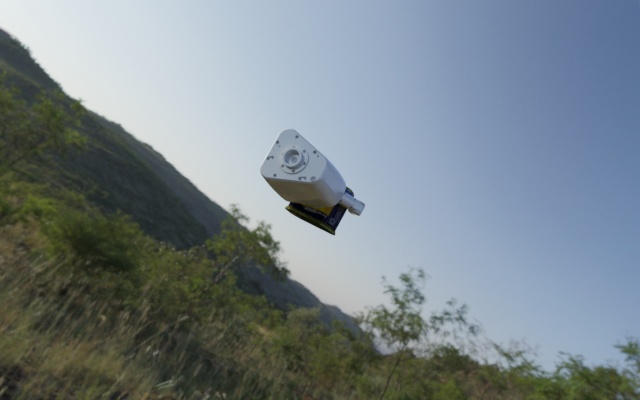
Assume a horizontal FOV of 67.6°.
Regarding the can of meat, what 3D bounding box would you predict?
[{"bbox_3d":[0.000,0.003,0.868,0.102,0.084,0.057,25,-9,25],"label":"can of meat"}]
